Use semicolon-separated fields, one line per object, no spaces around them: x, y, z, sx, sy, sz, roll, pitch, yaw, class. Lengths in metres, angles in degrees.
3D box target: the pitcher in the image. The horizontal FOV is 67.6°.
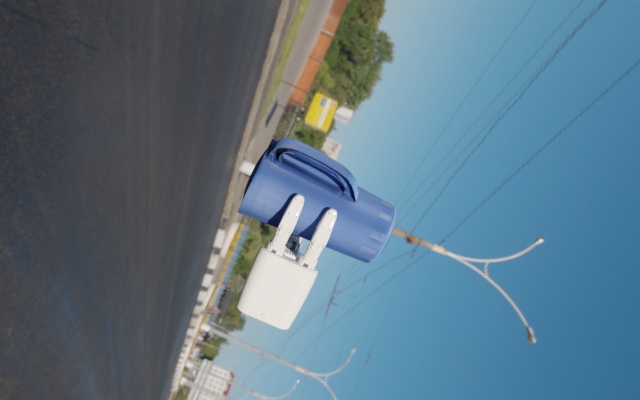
0.000;0.003;0.781;0.243;0.145;0.149;25;3;-6;pitcher
